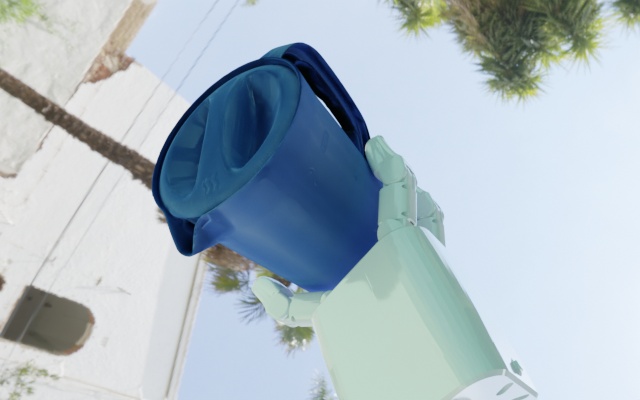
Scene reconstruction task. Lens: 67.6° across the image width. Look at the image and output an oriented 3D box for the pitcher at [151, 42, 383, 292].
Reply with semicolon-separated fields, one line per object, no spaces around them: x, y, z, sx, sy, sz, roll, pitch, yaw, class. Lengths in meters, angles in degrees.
0.000;0.001;0.402;0.149;0.145;0.243;-38;-47;12;pitcher
